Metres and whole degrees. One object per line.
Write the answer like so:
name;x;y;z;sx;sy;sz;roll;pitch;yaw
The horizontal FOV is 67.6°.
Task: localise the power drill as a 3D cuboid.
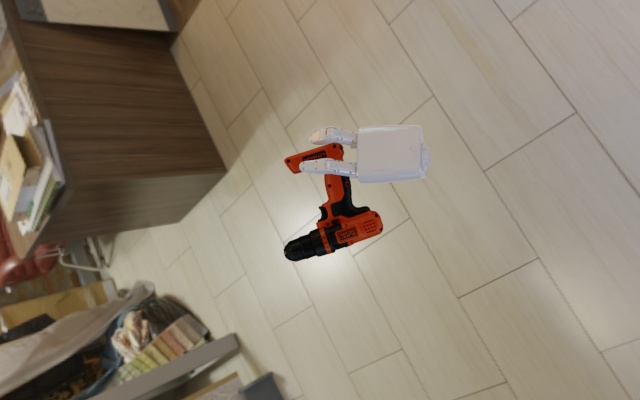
power drill;0.000;0.002;0.848;0.184;0.187;0.057;-19;5;-1
